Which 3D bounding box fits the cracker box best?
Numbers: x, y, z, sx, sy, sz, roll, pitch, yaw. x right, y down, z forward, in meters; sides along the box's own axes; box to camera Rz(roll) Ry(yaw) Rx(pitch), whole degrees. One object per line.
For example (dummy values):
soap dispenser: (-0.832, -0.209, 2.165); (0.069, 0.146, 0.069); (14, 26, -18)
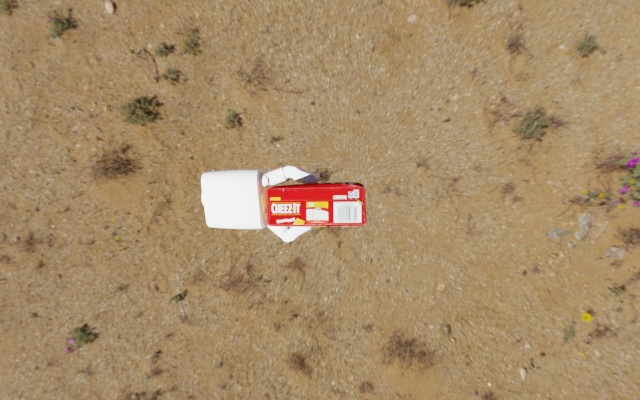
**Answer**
cracker box: (0.000, 0.003, 0.873); (0.164, 0.072, 0.213); (-1, 4, 5)
